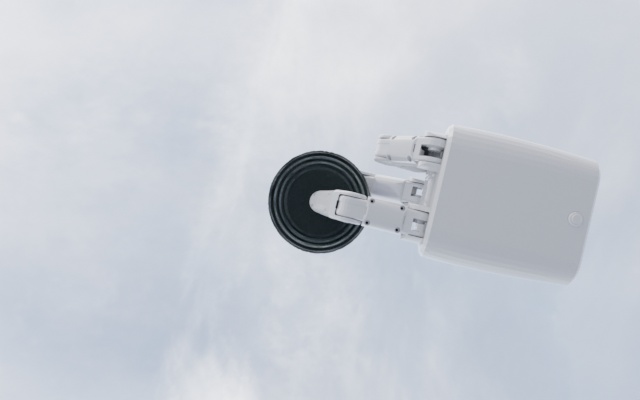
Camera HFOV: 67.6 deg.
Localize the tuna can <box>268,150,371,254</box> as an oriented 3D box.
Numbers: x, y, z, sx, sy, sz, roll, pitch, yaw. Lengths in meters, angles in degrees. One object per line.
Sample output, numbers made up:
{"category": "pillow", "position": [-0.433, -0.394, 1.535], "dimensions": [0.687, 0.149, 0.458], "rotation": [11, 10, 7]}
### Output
{"category": "tuna can", "position": [0.000, 0.001, 0.412], "dimensions": [0.086, 0.086, 0.034], "rotation": [0, 0, 5]}
